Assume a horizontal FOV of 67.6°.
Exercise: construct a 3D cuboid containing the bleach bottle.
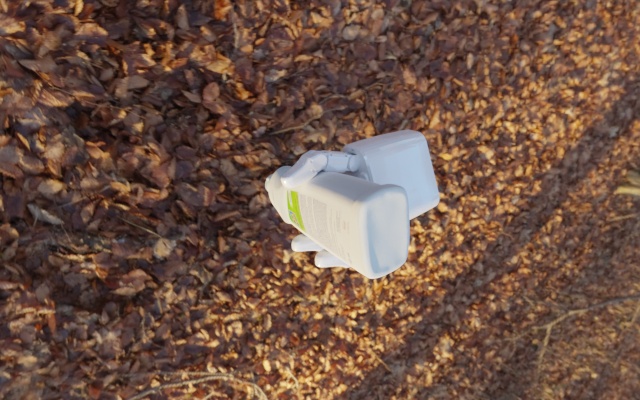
[{"bbox_3d":[0.000,0.002,0.586,0.068,0.103,0.250,-19,26,-28],"label":"bleach bottle"}]
